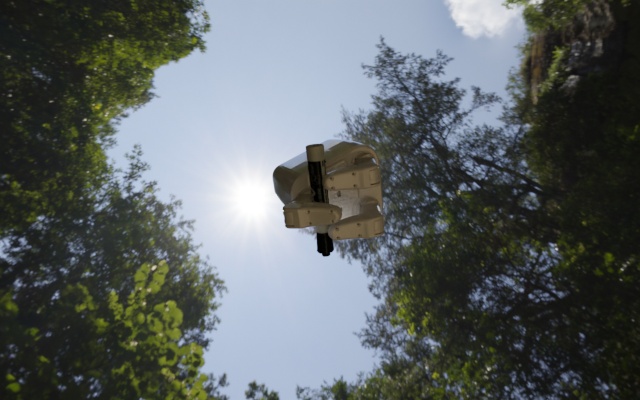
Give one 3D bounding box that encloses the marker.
[{"bbox_3d":[0.000,0.002,0.500,0.020,0.121,0.020,-6,16,2],"label":"marker"}]
